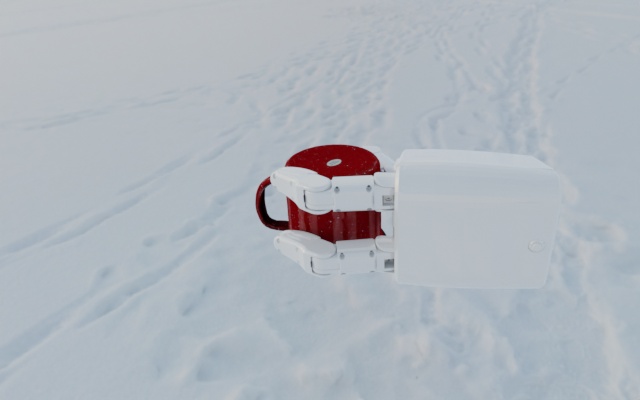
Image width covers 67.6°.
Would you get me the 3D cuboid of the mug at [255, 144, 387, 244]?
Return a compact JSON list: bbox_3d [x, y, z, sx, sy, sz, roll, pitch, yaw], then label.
[{"bbox_3d":[-0.001,0.001,0.420,0.117,0.081,0.093,2,28,11],"label":"mug"}]
